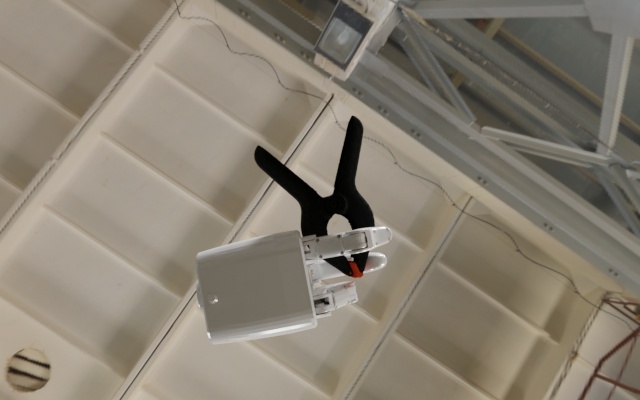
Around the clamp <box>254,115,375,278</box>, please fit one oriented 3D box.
[{"bbox_3d":[0.000,0.002,0.507,0.120,0.171,0.039,-10,-4,-2],"label":"clamp"}]
